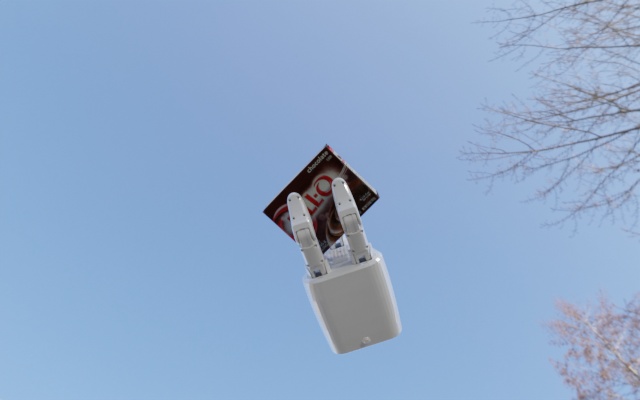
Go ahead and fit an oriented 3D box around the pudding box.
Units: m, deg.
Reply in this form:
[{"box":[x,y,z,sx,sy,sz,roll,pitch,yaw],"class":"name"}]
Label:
[{"box":[0.000,0.002,0.579,0.090,0.113,0.039,43,8,-9],"class":"pudding box"}]
